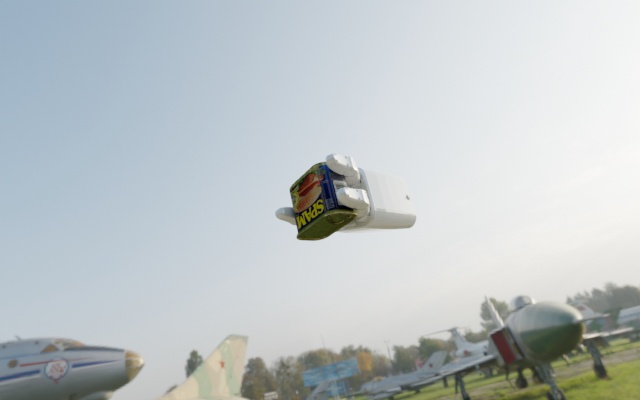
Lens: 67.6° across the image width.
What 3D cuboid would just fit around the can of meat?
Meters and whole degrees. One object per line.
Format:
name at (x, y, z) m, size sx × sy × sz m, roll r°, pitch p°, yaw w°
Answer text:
can of meat at (0.000, 0.002, 0.709) m, size 0.057 × 0.084 × 0.102 m, roll 5°, pitch -28°, yaw -36°
